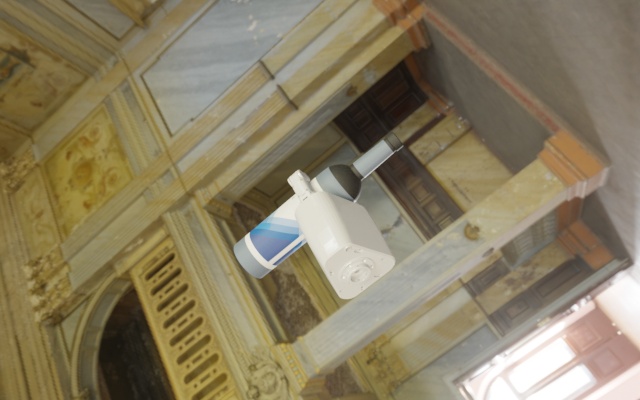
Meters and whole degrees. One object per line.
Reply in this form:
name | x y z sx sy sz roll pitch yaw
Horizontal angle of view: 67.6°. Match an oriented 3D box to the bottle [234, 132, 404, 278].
bottle | 0.000 0.002 0.716 0.296 0.069 0.069 -39 -8 10
